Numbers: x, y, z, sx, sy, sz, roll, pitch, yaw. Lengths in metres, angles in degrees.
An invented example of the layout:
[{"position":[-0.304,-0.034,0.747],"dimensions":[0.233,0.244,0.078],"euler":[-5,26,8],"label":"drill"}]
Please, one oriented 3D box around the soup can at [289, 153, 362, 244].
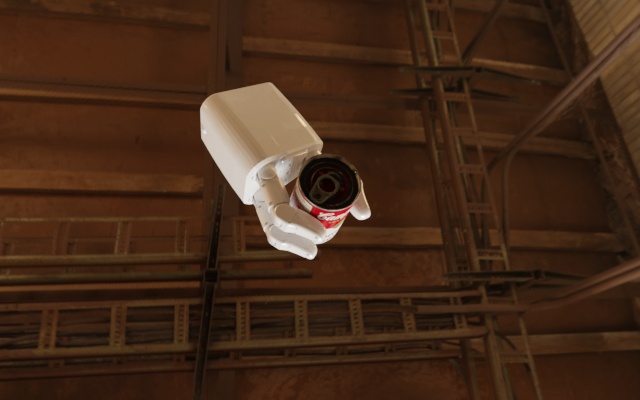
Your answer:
[{"position":[0.000,0.002,0.543],"dimensions":[0.068,0.068,0.102],"euler":[0,-26,-13],"label":"soup can"}]
